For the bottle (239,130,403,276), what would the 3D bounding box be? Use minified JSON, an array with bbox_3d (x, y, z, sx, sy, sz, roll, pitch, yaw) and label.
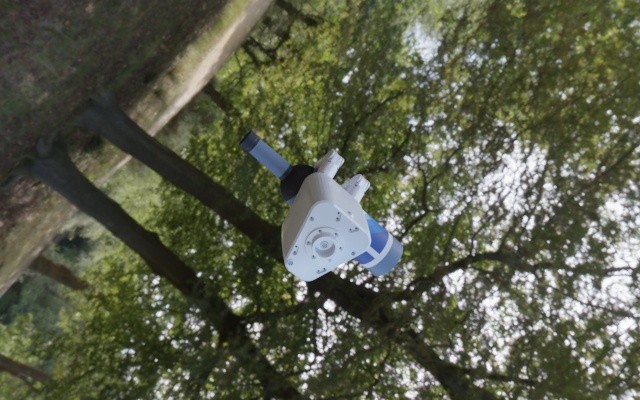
[{"bbox_3d":[0.000,0.002,0.718,0.296,0.069,0.069,41,-14,-17],"label":"bottle"}]
